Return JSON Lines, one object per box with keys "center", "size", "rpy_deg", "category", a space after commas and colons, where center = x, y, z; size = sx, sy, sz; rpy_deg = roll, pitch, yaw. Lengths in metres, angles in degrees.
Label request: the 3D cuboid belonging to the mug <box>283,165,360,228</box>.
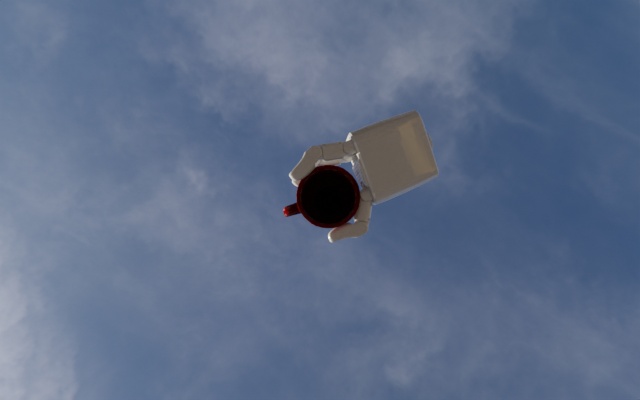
{"center": [-0.001, 0.003, 0.730], "size": [0.117, 0.093, 0.081], "rpy_deg": [-20, -6, -2], "category": "mug"}
